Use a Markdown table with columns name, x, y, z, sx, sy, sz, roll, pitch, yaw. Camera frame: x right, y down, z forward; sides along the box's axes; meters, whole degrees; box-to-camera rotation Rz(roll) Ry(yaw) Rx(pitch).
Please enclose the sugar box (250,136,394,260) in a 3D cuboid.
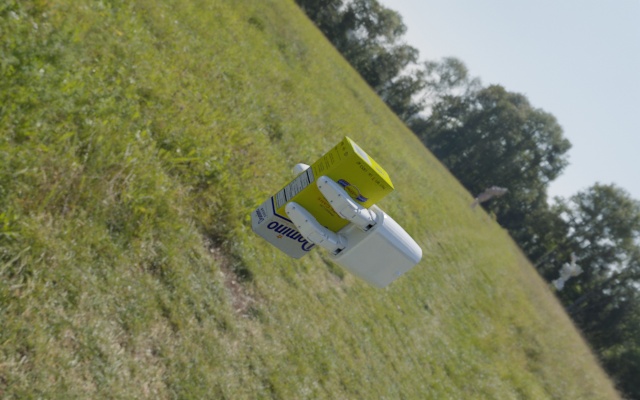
| name | x | y | z | sx | sy | sz | roll | pitch | yaw |
| --- | --- | --- | --- | --- | --- | --- | --- | --- | --- |
| sugar box | 0.000 | 0.002 | 0.641 | 0.093 | 0.176 | 0.048 | 38 | 21 | -35 |
